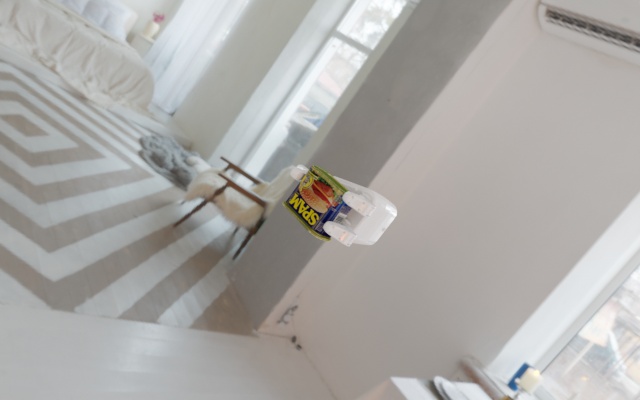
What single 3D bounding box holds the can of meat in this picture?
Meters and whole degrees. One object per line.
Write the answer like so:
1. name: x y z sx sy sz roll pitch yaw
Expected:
1. can of meat: 0.000 0.002 0.776 0.102 0.084 0.057 44 12 36
